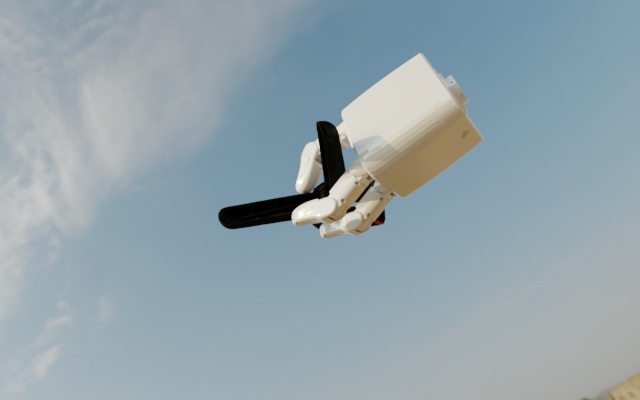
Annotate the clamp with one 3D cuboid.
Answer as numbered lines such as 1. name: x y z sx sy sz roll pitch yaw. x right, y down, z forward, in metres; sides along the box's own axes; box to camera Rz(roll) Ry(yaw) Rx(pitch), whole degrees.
1. clamp: 0.000 0.001 0.544 0.164 0.036 0.210 -34 -33 21
